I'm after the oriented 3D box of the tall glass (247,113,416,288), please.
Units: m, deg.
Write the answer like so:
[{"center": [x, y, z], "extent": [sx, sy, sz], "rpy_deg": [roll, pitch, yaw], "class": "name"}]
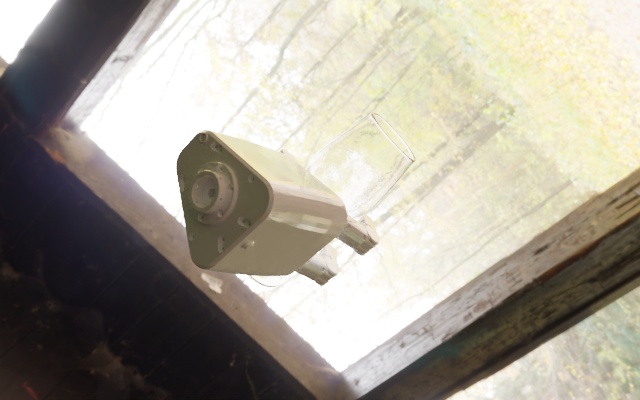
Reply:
[{"center": [0.000, 0.002, 0.486], "extent": [0.201, 0.079, 0.079], "rpy_deg": [-41, -16, 19], "class": "tall glass"}]
